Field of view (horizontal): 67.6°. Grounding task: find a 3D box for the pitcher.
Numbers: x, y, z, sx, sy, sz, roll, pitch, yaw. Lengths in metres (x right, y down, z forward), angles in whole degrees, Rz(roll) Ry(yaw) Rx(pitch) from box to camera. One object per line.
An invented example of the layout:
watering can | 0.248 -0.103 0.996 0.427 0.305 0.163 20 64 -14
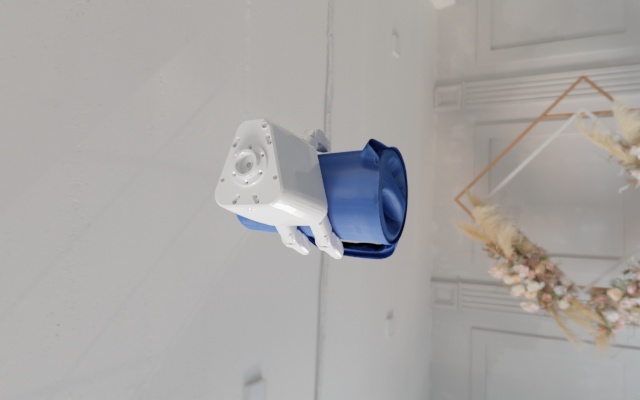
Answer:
pitcher | 0.000 0.002 0.699 0.243 0.149 0.145 0 -11 27
